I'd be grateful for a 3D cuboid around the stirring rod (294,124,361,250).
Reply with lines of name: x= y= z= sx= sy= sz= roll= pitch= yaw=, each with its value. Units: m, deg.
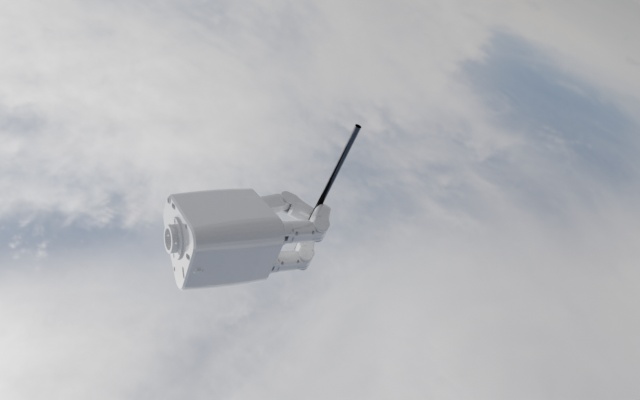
stirring rod: x=0.000 y=0.002 z=0.614 sx=0.011 sy=0.240 sz=0.011 roll=16 pitch=38 yaw=-13
